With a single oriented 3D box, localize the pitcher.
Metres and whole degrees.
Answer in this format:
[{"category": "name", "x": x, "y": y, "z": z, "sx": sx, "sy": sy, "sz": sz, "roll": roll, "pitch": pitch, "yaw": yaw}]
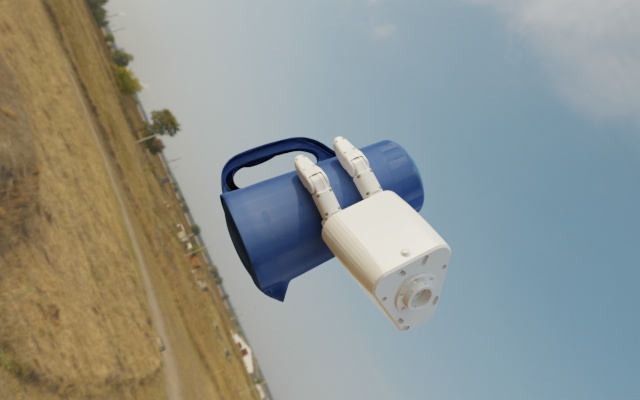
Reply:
[{"category": "pitcher", "x": 0.000, "y": 0.002, "z": 0.608, "sx": 0.243, "sy": 0.149, "sz": 0.145, "roll": -23, "pitch": 39, "yaw": -15}]
